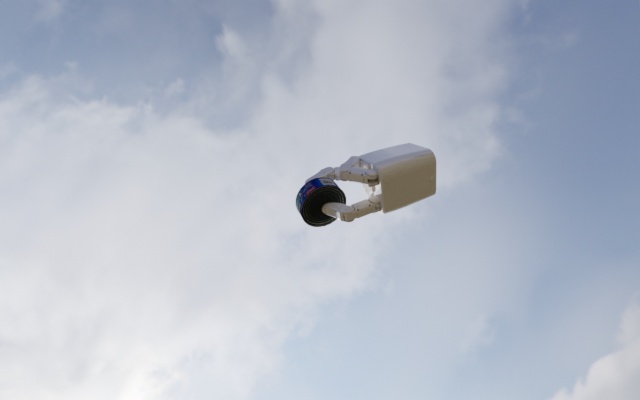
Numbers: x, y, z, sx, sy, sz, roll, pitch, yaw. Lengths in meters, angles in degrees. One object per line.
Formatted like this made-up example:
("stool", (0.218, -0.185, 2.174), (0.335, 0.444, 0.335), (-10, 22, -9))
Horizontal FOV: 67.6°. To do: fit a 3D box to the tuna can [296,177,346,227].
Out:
("tuna can", (0.000, 0.002, 0.840), (0.086, 0.086, 0.033), (0, 32, -27))
